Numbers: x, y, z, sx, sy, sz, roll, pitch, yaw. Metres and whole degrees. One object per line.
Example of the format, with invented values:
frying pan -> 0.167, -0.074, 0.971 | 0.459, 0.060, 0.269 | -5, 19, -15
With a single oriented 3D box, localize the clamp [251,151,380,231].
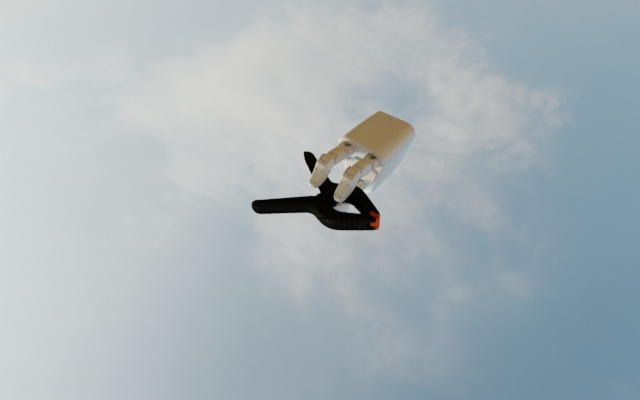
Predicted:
clamp -> 0.001, 0.003, 0.799 | 0.210, 0.036, 0.164 | 30, 56, 29
